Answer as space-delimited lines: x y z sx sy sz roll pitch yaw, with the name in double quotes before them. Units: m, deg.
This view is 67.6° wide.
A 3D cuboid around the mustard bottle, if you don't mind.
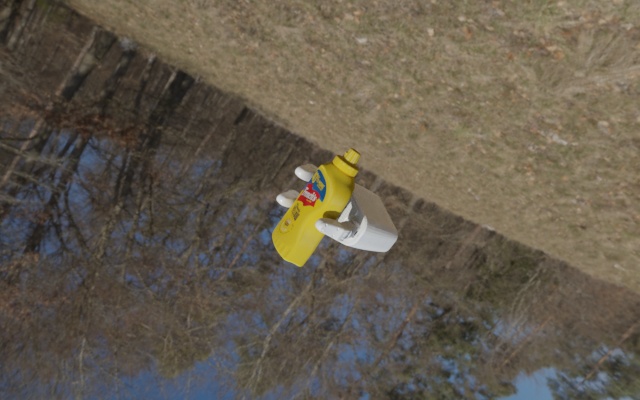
"mustard bottle" 0.000 0.002 0.734 0.058 0.192 0.096 29 16 -25
